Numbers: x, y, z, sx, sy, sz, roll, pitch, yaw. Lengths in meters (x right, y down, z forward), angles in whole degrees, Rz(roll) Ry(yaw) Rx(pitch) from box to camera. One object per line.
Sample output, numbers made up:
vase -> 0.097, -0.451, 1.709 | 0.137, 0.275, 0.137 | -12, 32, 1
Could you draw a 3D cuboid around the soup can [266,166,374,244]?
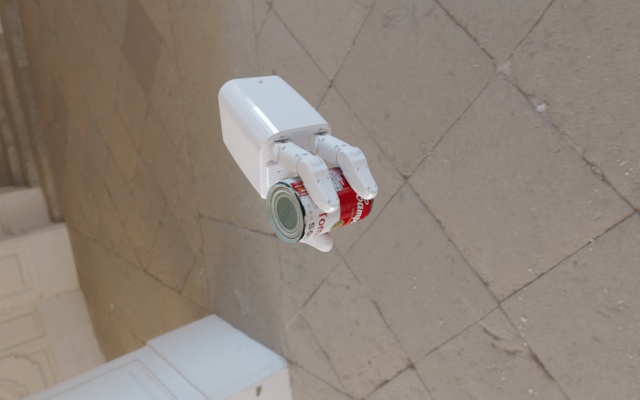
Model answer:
soup can -> 0.000, 0.002, 0.526 | 0.102, 0.068, 0.068 | -17, 10, -38
